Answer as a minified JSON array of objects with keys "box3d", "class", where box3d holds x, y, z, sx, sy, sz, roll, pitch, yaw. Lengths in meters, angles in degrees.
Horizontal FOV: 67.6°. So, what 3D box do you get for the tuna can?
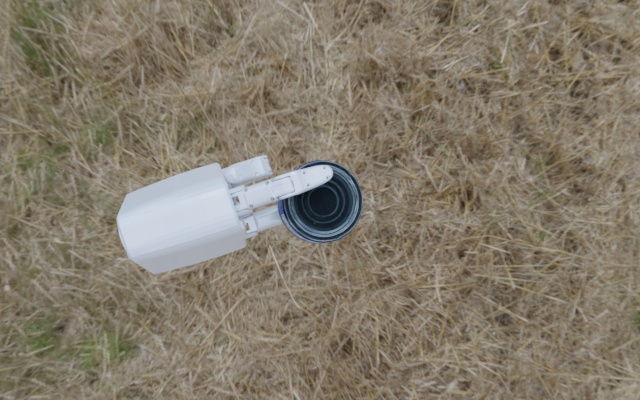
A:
[{"box3d":[0.000,0.002,0.496,0.086,0.086,0.034,0,-5,-12],"class":"tuna can"}]
